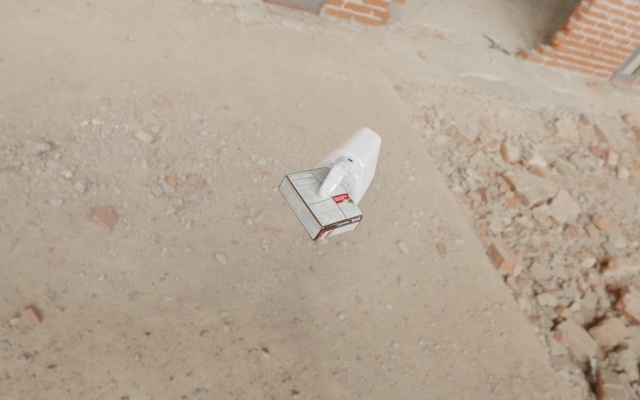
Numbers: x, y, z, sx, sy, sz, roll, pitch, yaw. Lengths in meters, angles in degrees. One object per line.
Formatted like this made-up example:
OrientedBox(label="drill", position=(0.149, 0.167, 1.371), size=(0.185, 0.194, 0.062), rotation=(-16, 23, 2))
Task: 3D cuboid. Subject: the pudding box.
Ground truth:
OrientedBox(label="pudding box", position=(0.000, 0.002, 0.752), size=(0.090, 0.113, 0.039), rotation=(-15, -33, -38))
